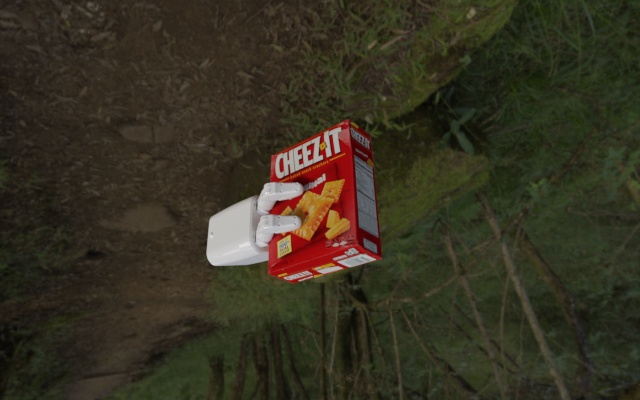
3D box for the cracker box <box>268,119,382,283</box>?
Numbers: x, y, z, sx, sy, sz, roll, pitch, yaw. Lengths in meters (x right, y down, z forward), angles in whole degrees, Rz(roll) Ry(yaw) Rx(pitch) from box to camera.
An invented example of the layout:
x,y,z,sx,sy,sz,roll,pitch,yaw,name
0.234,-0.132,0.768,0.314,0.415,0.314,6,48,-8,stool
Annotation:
x,y,z,sx,sy,sz,roll,pitch,yaw,name
0.000,0.003,0.734,0.164,0.213,0.072,-21,-33,31,cracker box
